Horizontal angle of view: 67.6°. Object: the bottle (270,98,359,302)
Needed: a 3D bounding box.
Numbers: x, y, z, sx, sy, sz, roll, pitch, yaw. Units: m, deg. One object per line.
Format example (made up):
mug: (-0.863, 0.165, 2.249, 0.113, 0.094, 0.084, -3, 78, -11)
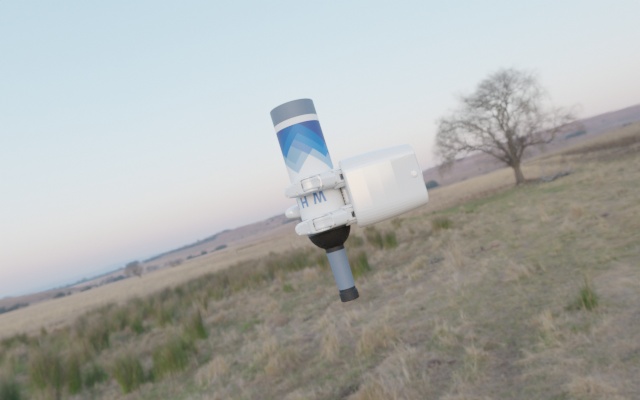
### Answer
bottle: (0.000, 0.002, 0.696, 0.069, 0.295, 0.069, -17, -3, -1)
